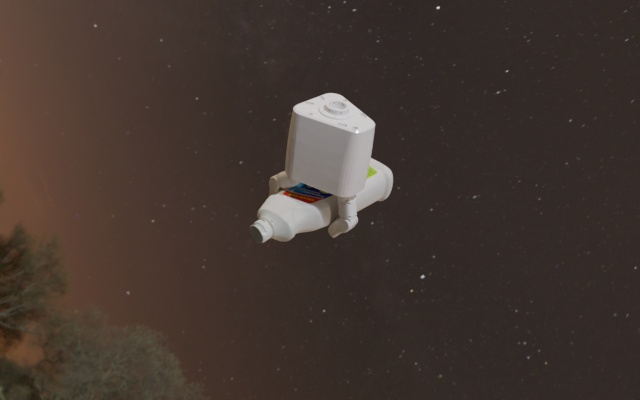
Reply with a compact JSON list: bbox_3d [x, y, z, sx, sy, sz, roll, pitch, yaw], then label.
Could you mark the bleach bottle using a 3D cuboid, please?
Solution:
[{"bbox_3d":[0.000,0.002,0.744,0.102,0.068,0.250,32,43,30],"label":"bleach bottle"}]
